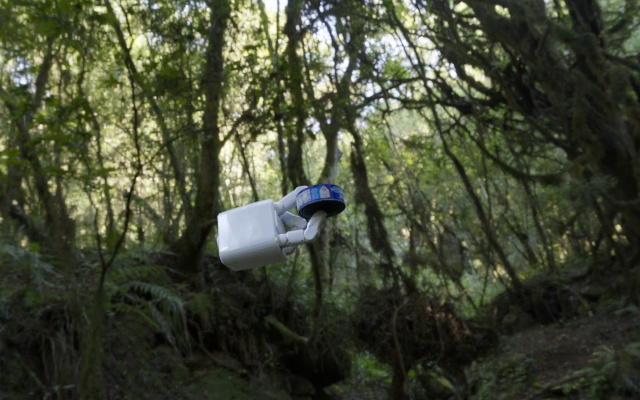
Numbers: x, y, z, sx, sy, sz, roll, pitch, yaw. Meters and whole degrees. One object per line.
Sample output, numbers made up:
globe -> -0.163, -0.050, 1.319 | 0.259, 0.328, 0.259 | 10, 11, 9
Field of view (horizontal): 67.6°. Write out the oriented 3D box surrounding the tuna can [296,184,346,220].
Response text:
tuna can -> 0.000, 0.002, 0.847 | 0.086, 0.033, 0.086 | -8, -23, -3
